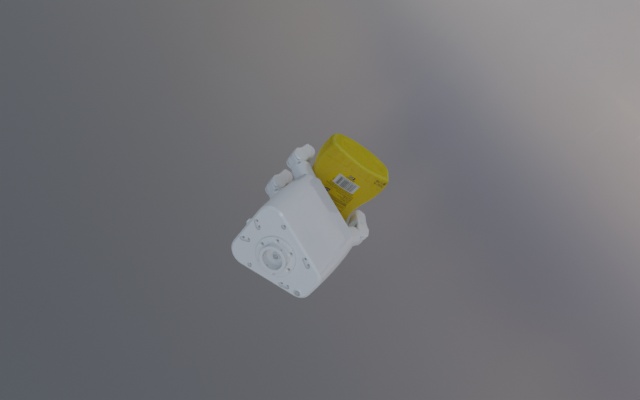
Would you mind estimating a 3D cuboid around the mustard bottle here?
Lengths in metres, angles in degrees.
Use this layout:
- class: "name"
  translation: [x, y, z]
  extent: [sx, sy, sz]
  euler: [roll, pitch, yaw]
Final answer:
- class: "mustard bottle"
  translation: [0.000, 0.002, 0.668]
  extent: [0.096, 0.192, 0.058]
  euler: [32, 32, -17]
